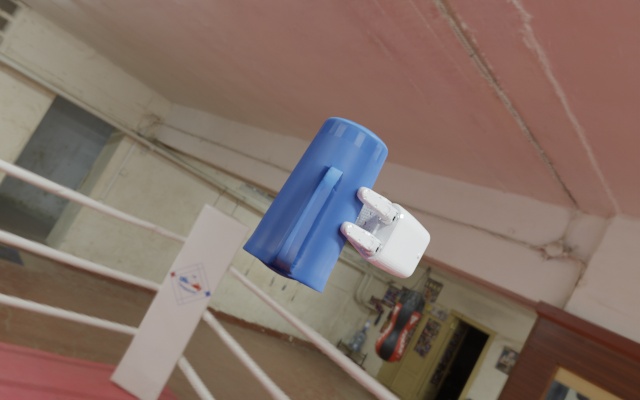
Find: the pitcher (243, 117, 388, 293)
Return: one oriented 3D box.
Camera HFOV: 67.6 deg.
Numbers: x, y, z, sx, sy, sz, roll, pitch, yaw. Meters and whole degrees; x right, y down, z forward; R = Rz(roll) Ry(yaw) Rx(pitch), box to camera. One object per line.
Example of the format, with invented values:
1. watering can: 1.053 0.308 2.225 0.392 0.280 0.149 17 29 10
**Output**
1. pitcher: 0.000 0.002 0.700 0.145 0.243 0.149 34 -8 -41
